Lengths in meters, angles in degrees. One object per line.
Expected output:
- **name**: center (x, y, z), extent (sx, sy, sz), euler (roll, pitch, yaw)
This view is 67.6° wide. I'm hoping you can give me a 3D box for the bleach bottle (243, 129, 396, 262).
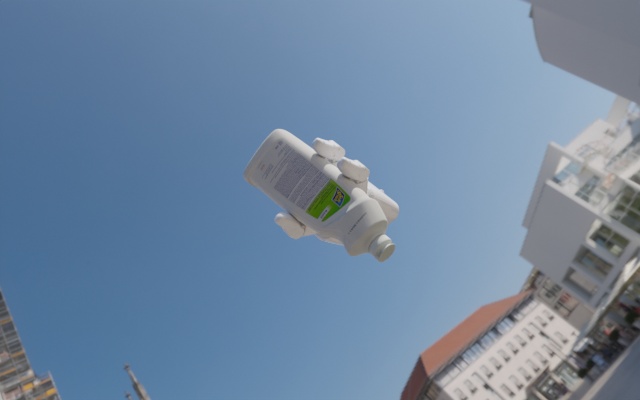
- **bleach bottle**: center (0.000, 0.002, 0.663), extent (0.250, 0.102, 0.068), euler (42, 11, 33)
